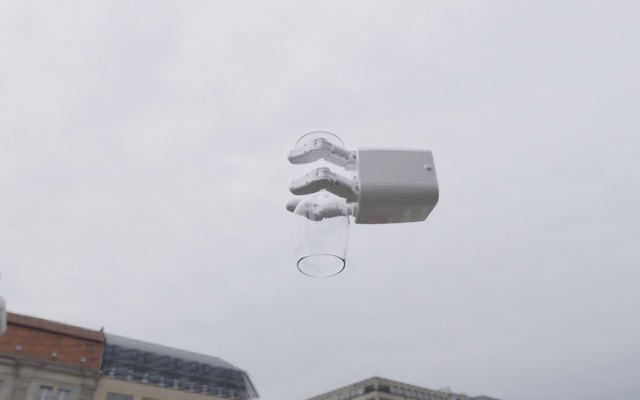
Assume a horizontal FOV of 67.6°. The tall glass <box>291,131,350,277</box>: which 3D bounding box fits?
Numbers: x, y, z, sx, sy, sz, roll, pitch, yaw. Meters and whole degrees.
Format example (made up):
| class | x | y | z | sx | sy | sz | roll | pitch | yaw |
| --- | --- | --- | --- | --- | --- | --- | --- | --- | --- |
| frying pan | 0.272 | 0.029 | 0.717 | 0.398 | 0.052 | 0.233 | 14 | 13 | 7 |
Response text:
| class | x | y | z | sx | sy | sz | roll | pitch | yaw |
| --- | --- | --- | --- | --- | --- | --- | --- | --- | --- |
| tall glass | 0.000 | 0.002 | 0.658 | 0.079 | 0.200 | 0.079 | 0 | -36 | 0 |
